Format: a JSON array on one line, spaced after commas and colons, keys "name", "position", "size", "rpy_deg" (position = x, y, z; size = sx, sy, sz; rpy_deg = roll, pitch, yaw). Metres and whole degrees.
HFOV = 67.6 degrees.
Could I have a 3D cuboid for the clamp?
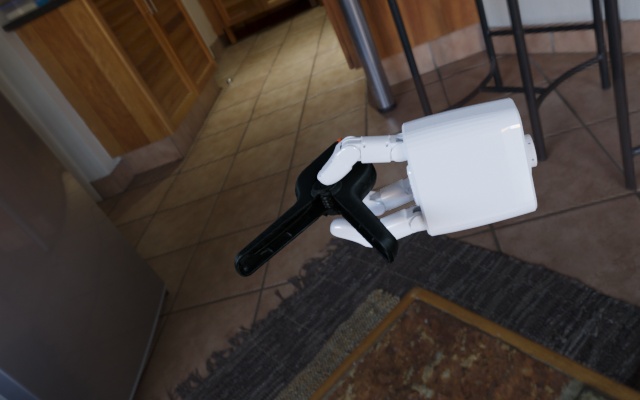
[{"name": "clamp", "position": [0.000, 0.001, 0.514], "size": [0.164, 0.036, 0.209], "rpy_deg": [-12, 35, 15]}]
